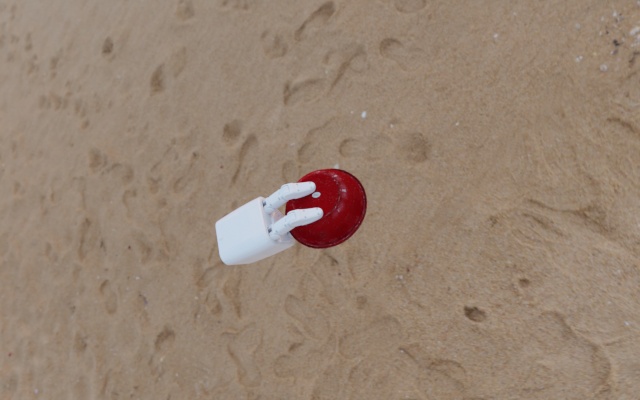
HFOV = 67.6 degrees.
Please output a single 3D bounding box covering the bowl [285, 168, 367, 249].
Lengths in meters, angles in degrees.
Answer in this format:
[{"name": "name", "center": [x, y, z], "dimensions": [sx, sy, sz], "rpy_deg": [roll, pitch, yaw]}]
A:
[{"name": "bowl", "center": [0.001, 0.002, 0.864], "dimensions": [0.162, 0.162, 0.055], "rpy_deg": [0, -24, 21]}]
